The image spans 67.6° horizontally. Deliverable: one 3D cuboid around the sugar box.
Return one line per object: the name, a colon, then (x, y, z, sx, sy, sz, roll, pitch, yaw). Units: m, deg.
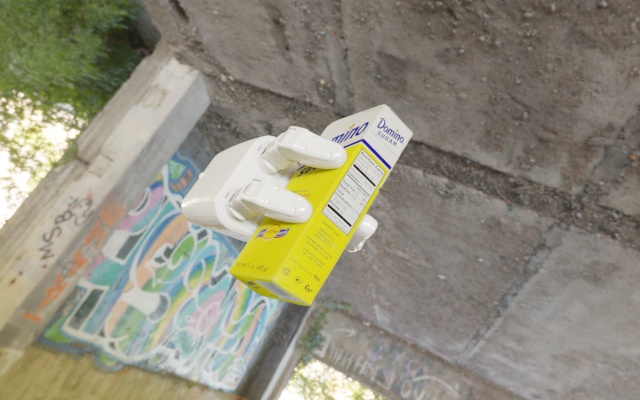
sugar box: (0.000, 0.001, 0.409, 0.048, 0.176, 0.093, 40, -23, -24)
